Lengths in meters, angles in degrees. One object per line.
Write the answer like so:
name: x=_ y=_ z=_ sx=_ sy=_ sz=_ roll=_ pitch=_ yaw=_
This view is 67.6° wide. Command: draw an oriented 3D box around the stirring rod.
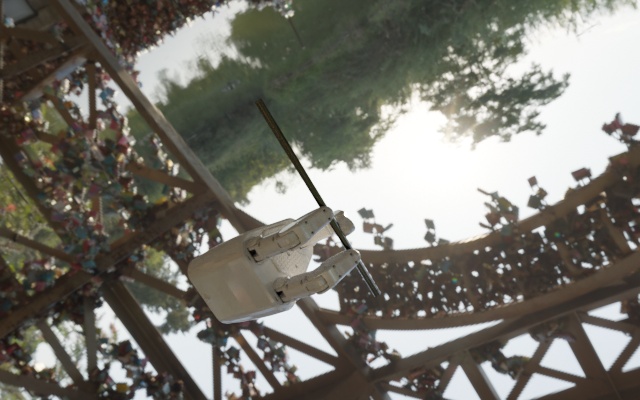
stirring rod: x=0.000 y=0.002 z=0.495 sx=0.011 sy=0.239 sz=0.011 roll=-30 pitch=11 yaw=6
